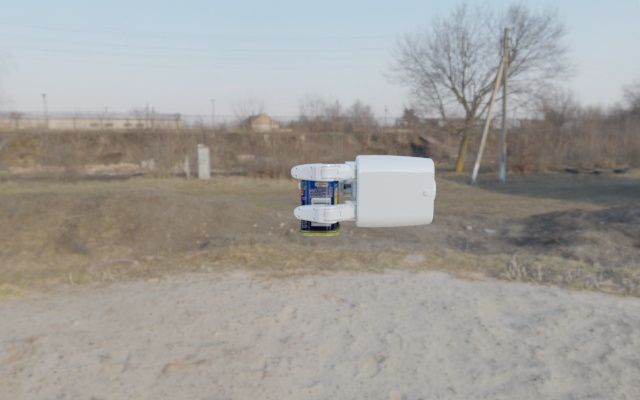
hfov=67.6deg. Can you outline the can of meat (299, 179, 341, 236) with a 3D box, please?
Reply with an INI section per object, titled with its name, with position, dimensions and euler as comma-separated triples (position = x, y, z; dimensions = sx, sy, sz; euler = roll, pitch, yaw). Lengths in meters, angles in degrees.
[can of meat]
position = 0.000, 0.002, 0.700
dimensions = 0.057, 0.084, 0.102
euler = 1, 6, 4
